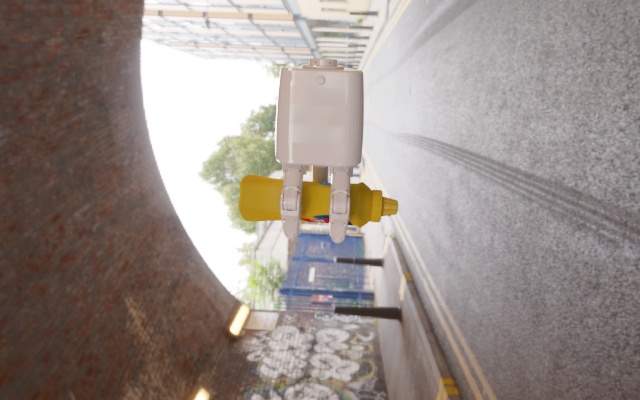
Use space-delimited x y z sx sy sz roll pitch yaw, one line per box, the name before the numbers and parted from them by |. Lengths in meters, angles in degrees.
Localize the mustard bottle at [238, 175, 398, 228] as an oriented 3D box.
mustard bottle | 0.000 0.002 0.596 0.191 0.058 0.096 3 -6 2
